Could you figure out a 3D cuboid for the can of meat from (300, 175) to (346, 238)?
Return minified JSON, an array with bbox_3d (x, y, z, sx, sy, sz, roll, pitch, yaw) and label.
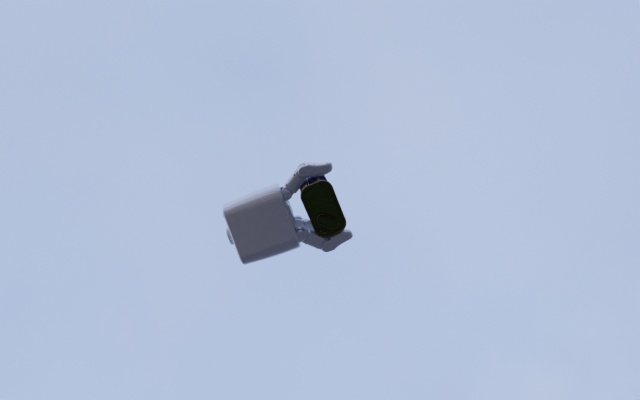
[{"bbox_3d":[0.000,0.003,0.842,0.057,0.102,0.084,-23,21,0],"label":"can of meat"}]
